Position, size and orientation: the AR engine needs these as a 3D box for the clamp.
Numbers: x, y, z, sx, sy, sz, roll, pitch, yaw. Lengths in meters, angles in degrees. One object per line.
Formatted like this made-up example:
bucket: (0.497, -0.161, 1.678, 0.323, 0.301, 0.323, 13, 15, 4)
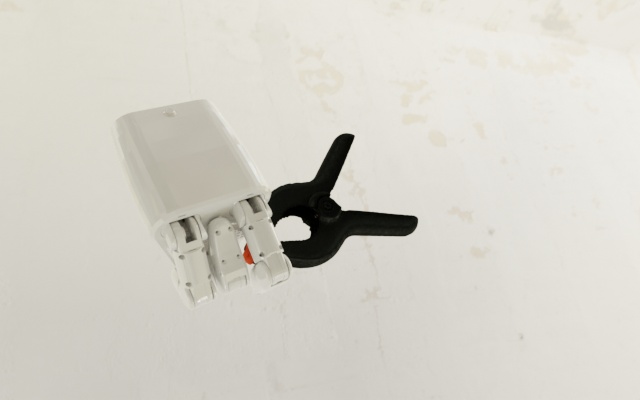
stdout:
clamp: (0.000, 0.002, 0.439, 0.171, 0.120, 0.039, -18, -25, -32)
